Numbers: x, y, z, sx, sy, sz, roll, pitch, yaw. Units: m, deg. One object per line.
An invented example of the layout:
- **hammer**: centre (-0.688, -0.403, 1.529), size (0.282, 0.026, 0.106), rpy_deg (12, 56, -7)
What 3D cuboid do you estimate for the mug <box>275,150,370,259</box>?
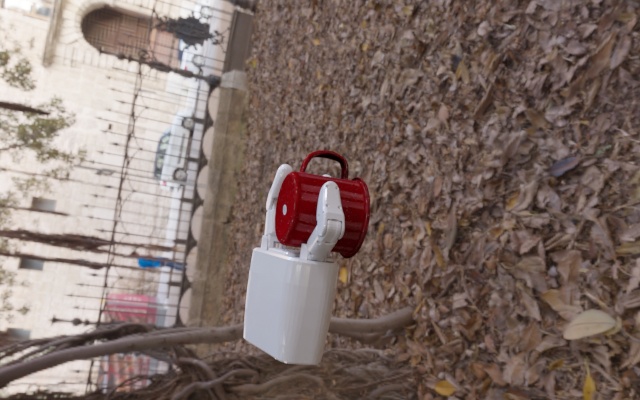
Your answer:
- **mug**: centre (0.000, 0.000, 0.528), size (0.081, 0.117, 0.093), rpy_deg (9, -4, -19)
